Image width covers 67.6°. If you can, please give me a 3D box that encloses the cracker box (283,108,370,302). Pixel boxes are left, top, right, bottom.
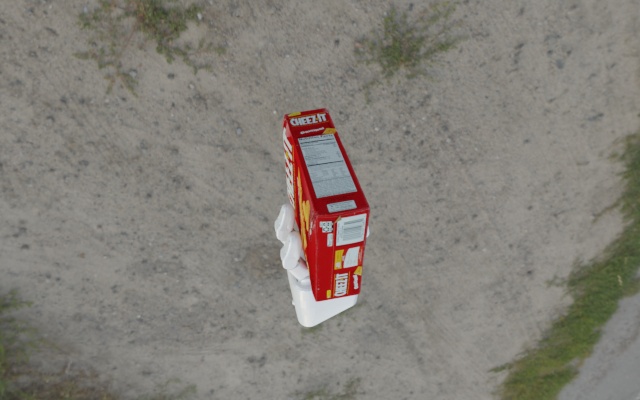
[{"bbox_3d":[0.000,0.002,0.654,0.072,0.164,0.213,-9,44,-10],"label":"cracker box"}]
